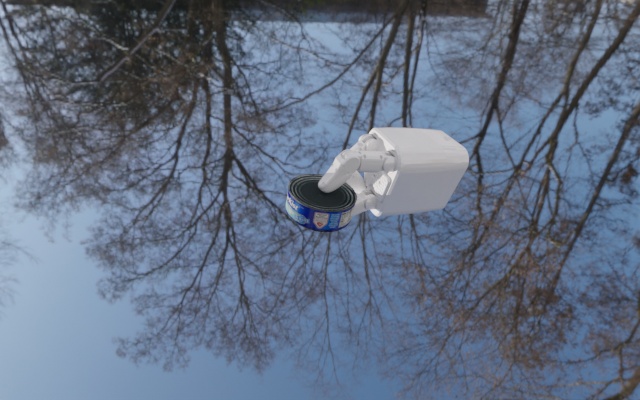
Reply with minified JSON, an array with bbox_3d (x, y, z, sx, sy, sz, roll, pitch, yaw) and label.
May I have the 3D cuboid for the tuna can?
[{"bbox_3d":[0.000,0.002,0.592,0.086,0.034,0.086,9,31,-5],"label":"tuna can"}]
